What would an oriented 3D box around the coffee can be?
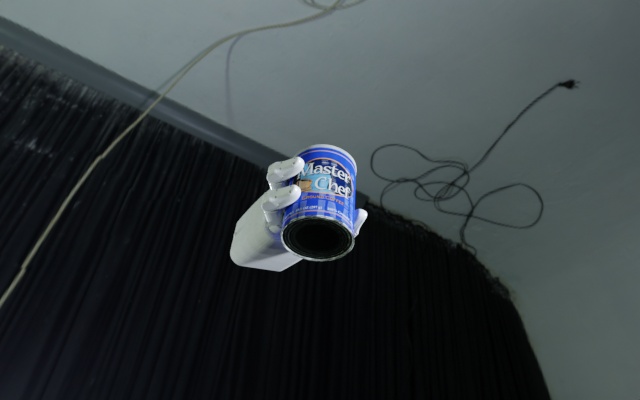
[{"bbox_3d":[0.000,0.002,0.699,0.103,0.140,0.103,3,-41,3],"label":"coffee can"}]
